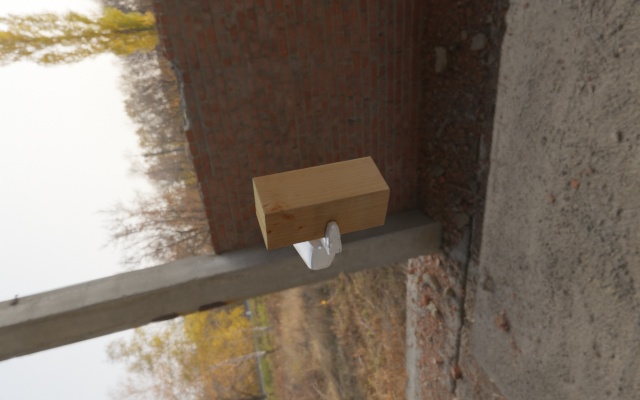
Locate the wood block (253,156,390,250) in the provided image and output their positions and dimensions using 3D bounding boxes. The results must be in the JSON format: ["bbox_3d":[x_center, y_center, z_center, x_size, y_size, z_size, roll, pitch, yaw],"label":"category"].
[{"bbox_3d":[0.000,0.003,0.800,0.206,0.090,0.090,-12,48,-13],"label":"wood block"}]
